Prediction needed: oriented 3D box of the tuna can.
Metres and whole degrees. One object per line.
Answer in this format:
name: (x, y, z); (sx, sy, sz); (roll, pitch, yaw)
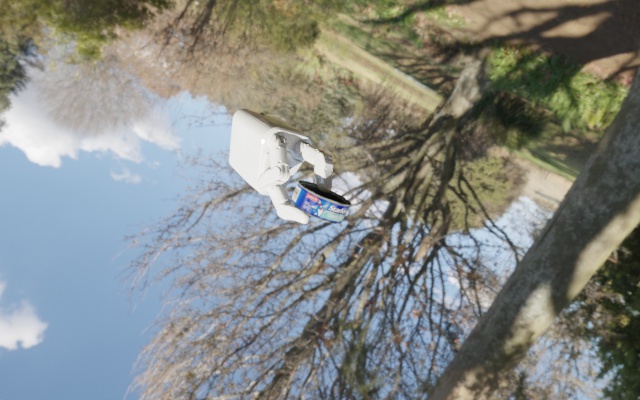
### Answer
tuna can: (0.000, 0.003, 0.713); (0.086, 0.034, 0.086); (23, 10, -4)
